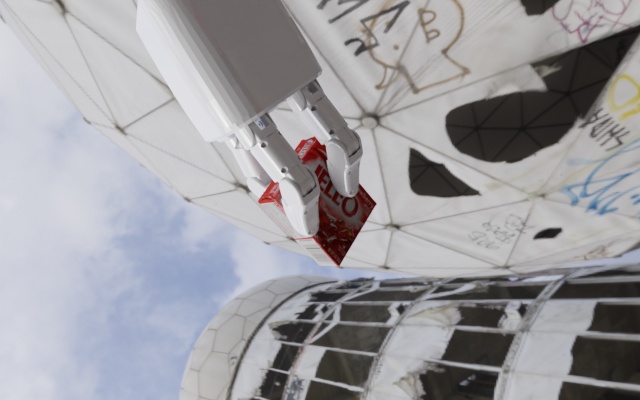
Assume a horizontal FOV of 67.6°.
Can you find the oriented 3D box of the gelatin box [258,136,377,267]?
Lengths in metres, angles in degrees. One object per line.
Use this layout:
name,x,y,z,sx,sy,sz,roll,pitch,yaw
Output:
gelatin box,0.000,0.002,0.409,0.030,0.073,0.089,-5,-46,51
